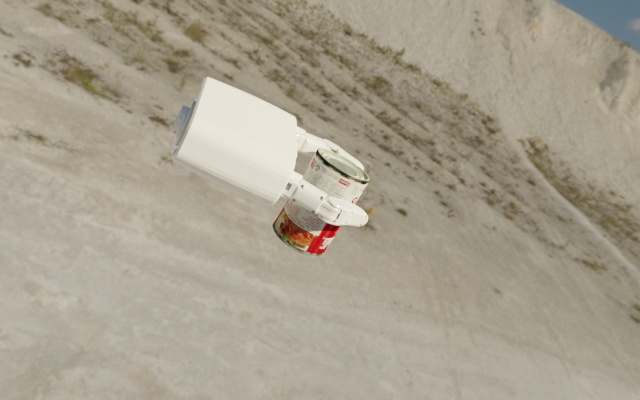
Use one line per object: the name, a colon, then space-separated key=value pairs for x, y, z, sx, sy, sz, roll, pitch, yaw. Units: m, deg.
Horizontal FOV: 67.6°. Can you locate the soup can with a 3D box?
soup can: x=0.001 y=0.002 z=0.529 sx=0.068 sy=0.102 sz=0.068 roll=28 pitch=18 yaw=-10
